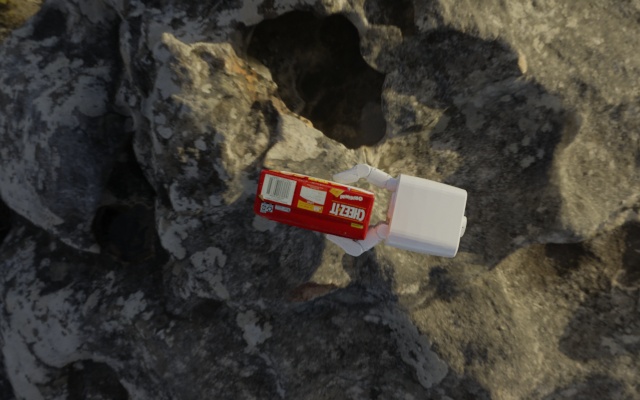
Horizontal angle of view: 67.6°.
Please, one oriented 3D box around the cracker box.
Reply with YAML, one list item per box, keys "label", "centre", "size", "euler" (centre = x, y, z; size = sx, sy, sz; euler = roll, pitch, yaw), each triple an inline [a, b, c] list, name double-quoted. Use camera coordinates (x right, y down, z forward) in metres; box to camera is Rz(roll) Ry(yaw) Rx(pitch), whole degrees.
- label: "cracker box"
  centre: [0.000, 0.002, 0.757]
  size: [0.164, 0.072, 0.213]
  euler: [13, 4, 5]
